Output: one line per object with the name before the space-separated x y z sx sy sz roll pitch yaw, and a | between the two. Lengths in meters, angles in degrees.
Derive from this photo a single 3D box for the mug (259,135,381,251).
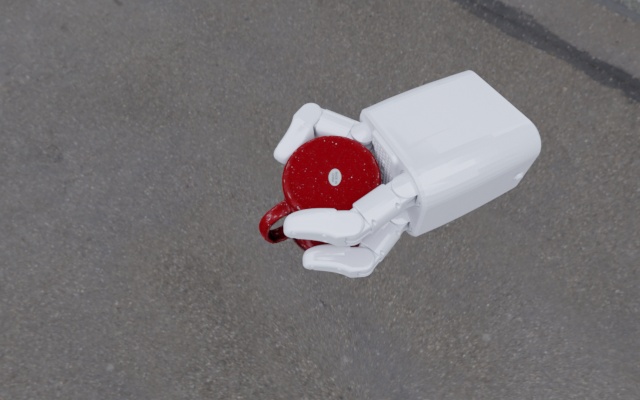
mug | -0.001 0.002 0.417 0.117 0.093 0.081 -24 -24 -7
